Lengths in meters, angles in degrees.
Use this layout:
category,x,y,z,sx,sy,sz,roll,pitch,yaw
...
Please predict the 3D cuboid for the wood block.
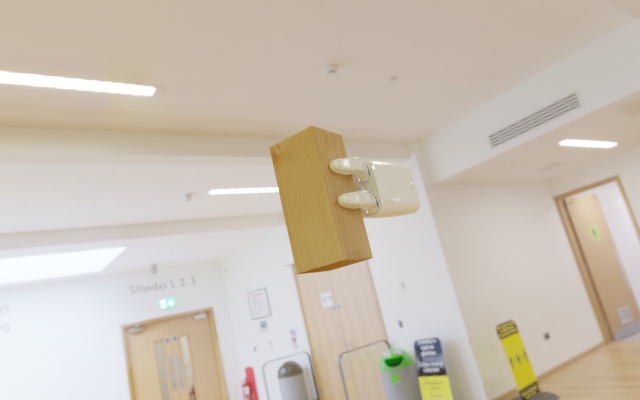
category,x,y,z,sx,sy,sz,roll,pitch,yaw
wood block,0.000,0.002,0.746,0.091,0.206,0.090,-22,-16,33
